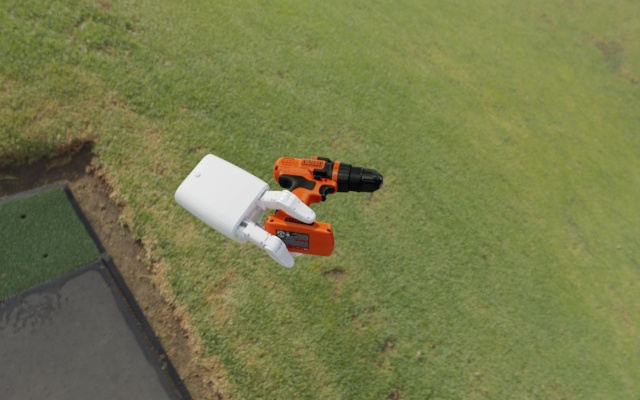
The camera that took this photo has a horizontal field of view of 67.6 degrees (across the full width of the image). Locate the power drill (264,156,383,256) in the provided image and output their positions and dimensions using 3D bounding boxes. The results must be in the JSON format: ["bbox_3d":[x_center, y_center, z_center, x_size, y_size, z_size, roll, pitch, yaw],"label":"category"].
[{"bbox_3d":[0.000,0.003,0.754,0.184,0.057,0.187,6,40,9],"label":"power drill"}]
